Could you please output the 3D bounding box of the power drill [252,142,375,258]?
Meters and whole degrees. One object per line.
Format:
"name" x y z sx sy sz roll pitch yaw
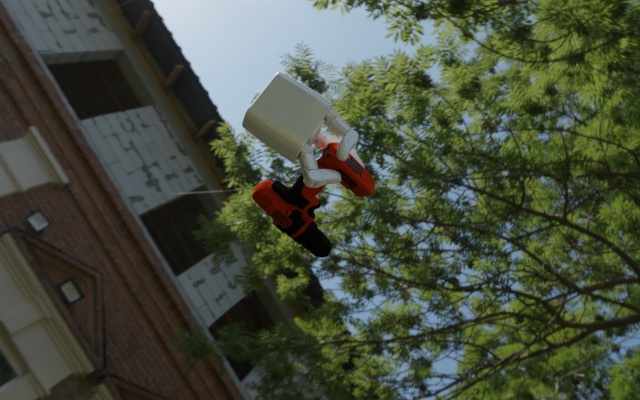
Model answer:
"power drill" 0.000 0.002 0.827 0.188 0.184 0.057 -37 21 26
